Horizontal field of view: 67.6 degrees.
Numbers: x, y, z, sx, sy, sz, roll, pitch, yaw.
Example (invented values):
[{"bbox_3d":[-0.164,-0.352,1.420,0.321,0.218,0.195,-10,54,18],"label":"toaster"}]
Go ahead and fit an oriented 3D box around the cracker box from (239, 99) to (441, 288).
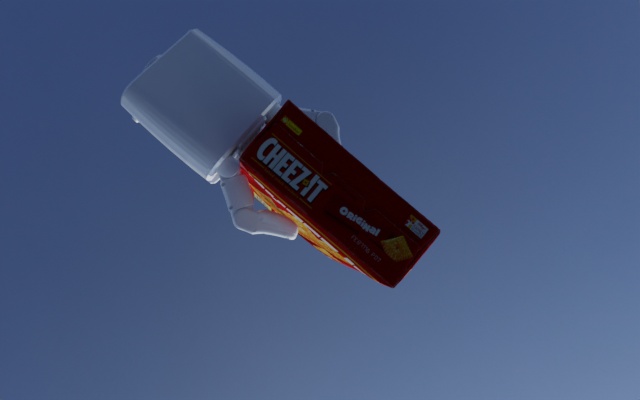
[{"bbox_3d":[0.000,0.001,0.477,0.164,0.072,0.214,40,-7,-5],"label":"cracker box"}]
